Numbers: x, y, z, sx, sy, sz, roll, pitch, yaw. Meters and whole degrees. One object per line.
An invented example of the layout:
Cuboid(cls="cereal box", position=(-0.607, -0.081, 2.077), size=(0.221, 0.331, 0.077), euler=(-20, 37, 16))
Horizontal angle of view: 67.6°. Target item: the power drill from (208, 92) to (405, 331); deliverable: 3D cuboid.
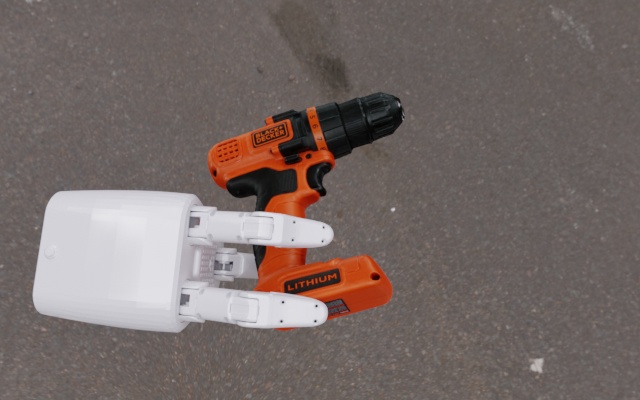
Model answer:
Cuboid(cls="power drill", position=(0.000, 0.002, 0.402), size=(0.184, 0.187, 0.057), euler=(-18, -33, 8))
